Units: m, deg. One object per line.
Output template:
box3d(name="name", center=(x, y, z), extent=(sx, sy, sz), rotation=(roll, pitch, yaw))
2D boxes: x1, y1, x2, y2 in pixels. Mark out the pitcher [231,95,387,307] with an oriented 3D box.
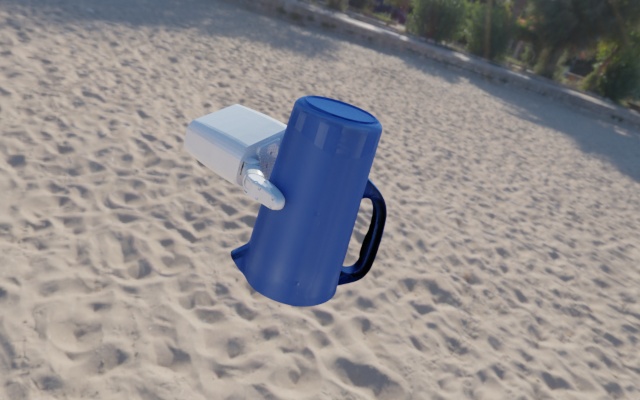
box3d(name="pitcher", center=(0.000, 0.002, 0.602), extent=(0.145, 0.243, 0.149), rotation=(30, 25, 27))
